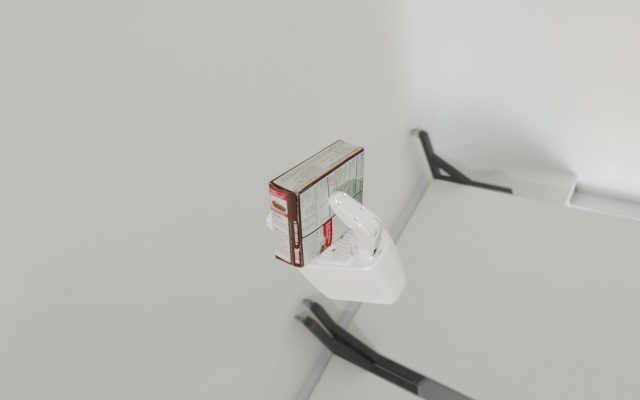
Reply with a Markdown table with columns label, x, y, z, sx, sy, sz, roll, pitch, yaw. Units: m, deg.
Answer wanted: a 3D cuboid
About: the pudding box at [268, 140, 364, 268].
| label | x | y | z | sx | sy | sz | roll | pitch | yaw |
| --- | --- | --- | --- | --- | --- | --- | --- | --- | --- |
| pudding box | 0.000 | 0.002 | 0.482 | 0.039 | 0.090 | 0.113 | 19 | 38 | 31 |
